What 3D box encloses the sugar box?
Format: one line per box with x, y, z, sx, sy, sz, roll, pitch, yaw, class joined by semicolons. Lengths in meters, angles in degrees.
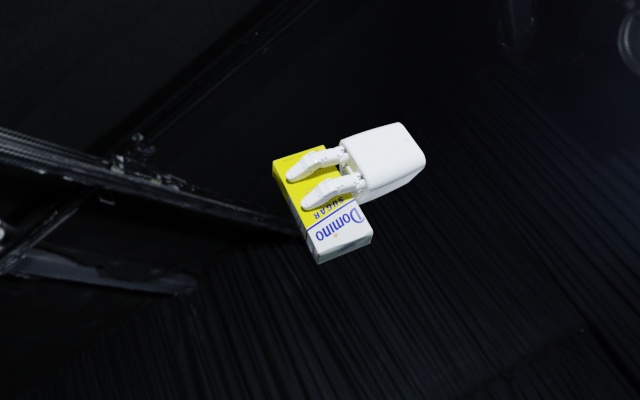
0.000;0.002;0.744;0.093;0.176;0.048;-21;-29;-17;sugar box
